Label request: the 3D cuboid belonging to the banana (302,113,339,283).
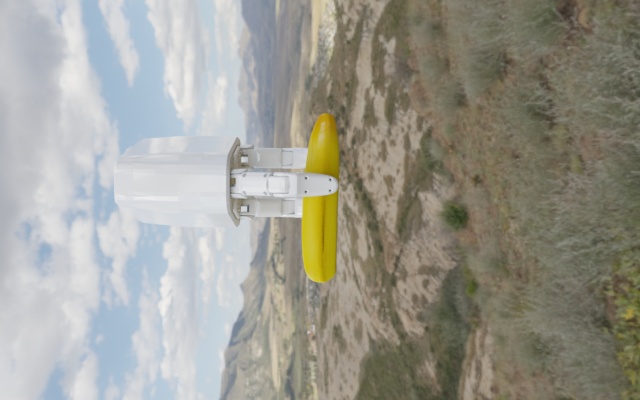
[{"bbox_3d":[0.000,0.013,0.492,0.037,0.198,0.069,1,28,1],"label":"banana"}]
